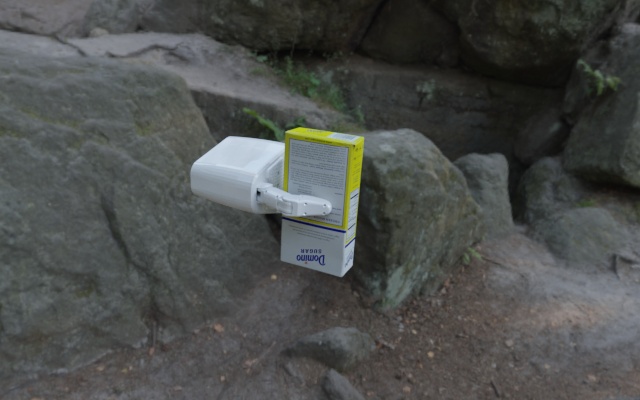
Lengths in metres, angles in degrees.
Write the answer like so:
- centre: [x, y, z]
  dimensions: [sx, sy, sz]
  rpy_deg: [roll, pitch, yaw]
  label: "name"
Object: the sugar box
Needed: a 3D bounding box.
- centre: [0.000, 0.002, 0.610]
  dimensions: [0.093, 0.176, 0.048]
  rpy_deg: [13, 23, 22]
  label: "sugar box"
